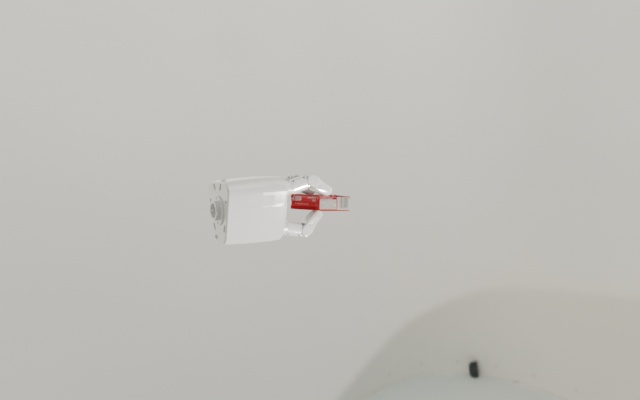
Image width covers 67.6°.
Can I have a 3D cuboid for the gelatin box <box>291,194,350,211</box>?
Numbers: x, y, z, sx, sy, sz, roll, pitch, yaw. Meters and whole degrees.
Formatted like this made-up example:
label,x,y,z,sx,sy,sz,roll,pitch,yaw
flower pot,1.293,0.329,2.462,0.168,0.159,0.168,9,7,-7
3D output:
label,x,y,z,sx,sy,sz,roll,pitch,yaw
gelatin box,0.000,0.003,0.893,0.073,0.030,0.089,4,2,44
